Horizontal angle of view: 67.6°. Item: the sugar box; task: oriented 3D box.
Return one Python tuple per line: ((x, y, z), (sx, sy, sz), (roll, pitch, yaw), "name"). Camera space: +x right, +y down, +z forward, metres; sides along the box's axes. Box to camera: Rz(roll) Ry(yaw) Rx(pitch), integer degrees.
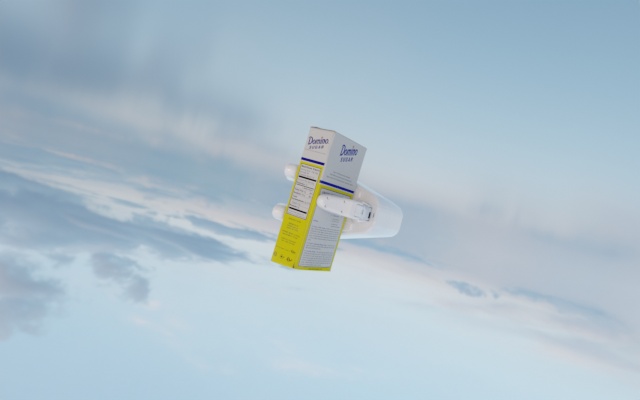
((0.000, 0.002, 0.618), (0.048, 0.176, 0.093), (15, -1, 31), "sugar box")
